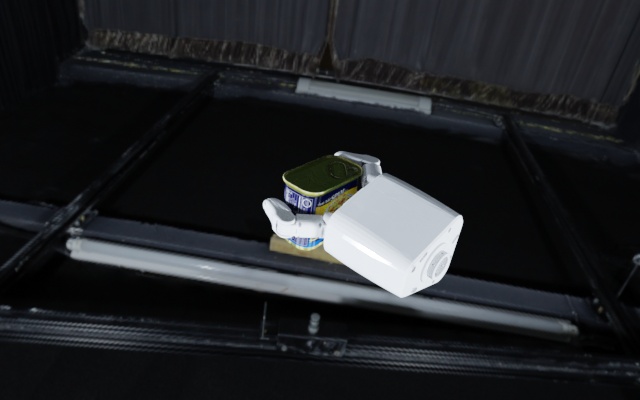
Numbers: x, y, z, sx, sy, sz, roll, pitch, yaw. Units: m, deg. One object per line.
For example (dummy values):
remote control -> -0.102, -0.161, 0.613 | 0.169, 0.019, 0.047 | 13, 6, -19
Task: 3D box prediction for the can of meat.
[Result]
can of meat -> 0.000, 0.002, 0.581 | 0.057, 0.084, 0.102 | 30, 38, 31
